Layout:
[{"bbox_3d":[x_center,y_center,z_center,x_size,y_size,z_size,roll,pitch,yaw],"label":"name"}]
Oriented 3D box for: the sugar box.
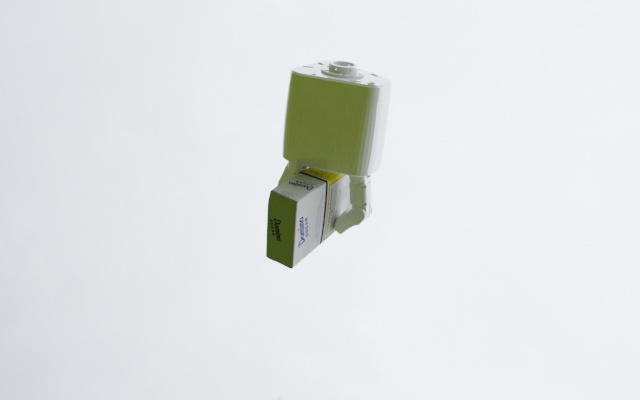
[{"bbox_3d":[0.000,0.002,0.602,0.048,0.093,0.176,22,32,27],"label":"sugar box"}]
